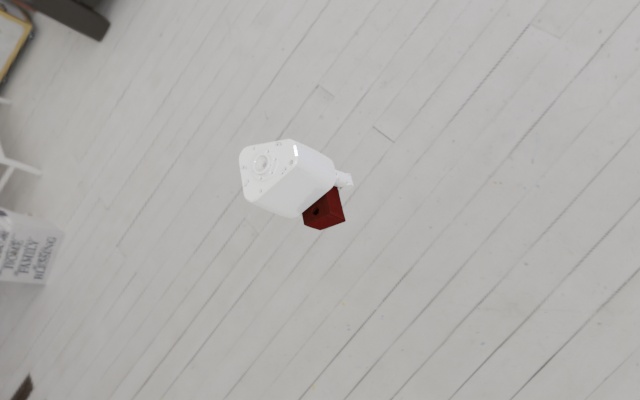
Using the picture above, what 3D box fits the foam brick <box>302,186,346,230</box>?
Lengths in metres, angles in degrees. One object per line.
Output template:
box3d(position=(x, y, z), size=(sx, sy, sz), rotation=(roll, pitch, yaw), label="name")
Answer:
box3d(position=(0.000, 0.003, 0.786), size=(0.053, 0.078, 0.051), rotation=(-24, -24, 25), label="foam brick")
